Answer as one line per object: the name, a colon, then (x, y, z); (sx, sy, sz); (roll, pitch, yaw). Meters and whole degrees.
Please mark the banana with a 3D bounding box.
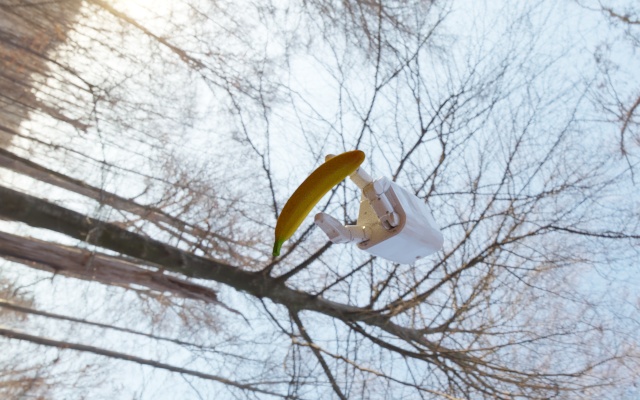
banana: (-0.008, -0.006, 0.684); (0.037, 0.198, 0.069); (25, 23, -37)
